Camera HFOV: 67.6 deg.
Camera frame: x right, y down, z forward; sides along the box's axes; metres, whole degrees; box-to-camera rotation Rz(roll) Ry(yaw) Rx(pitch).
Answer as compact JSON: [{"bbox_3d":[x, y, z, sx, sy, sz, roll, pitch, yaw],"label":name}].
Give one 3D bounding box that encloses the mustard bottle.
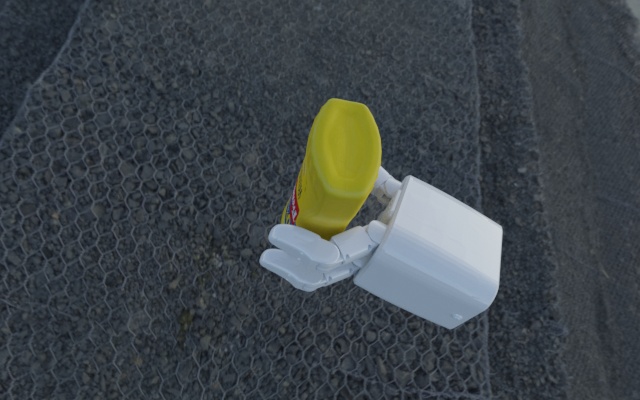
[{"bbox_3d":[0.000,0.001,0.446,0.058,0.096,0.192,8,-30,-10],"label":"mustard bottle"}]
